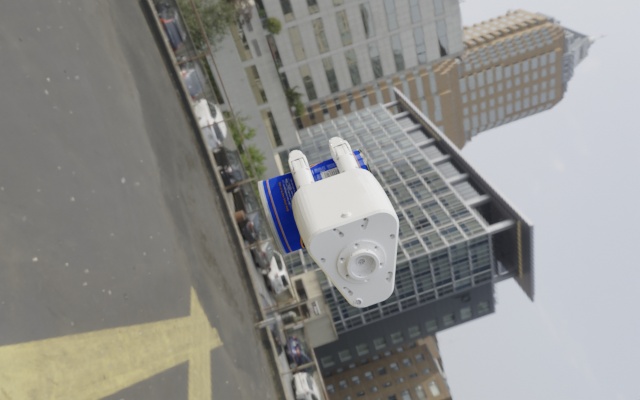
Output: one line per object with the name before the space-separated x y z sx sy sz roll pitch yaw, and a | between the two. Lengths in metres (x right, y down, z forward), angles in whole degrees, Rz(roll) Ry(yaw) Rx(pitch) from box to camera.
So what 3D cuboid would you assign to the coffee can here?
coffee can | 0.000 0.002 0.628 0.140 0.103 0.103 -19 0 -1
